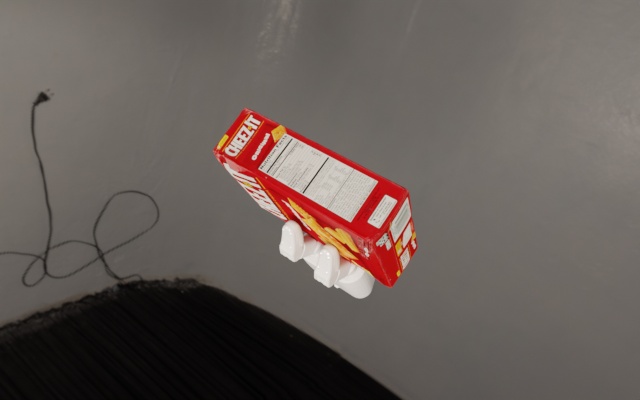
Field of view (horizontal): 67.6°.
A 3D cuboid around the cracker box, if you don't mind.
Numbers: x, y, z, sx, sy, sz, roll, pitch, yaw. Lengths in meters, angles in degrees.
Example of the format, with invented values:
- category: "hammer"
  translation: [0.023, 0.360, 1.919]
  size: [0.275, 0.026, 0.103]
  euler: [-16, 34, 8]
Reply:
- category: "cracker box"
  translation: [0.000, 0.002, 0.549]
  size: [0.213, 0.072, 0.164]
  euler: [29, -14, 24]
